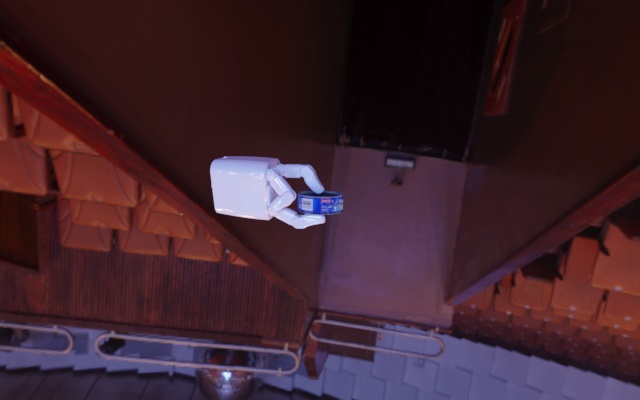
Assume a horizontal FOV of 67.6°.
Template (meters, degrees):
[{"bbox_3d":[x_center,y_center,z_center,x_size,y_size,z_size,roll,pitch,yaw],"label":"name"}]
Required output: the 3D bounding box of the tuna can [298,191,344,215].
[{"bbox_3d":[0.000,0.003,0.892,0.086,0.034,0.086,1,8,0],"label":"tuna can"}]
